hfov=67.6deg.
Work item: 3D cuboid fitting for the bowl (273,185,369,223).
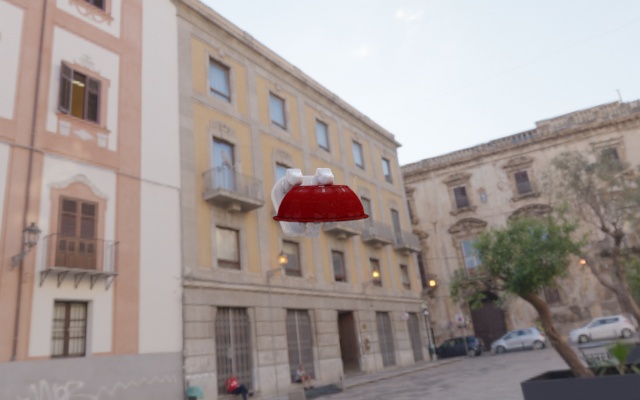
[{"bbox_3d":[0.001,0.002,0.797,0.162,0.055,0.162,-1,3,0],"label":"bowl"}]
